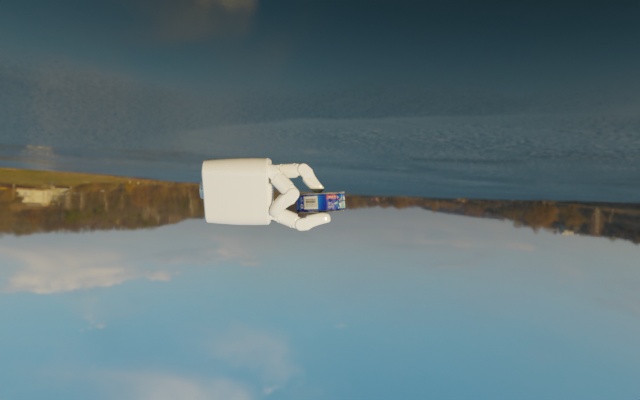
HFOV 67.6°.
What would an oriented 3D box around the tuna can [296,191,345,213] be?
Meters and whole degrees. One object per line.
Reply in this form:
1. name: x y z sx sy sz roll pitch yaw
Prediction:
1. tuna can: 0.000 0.003 0.829 0.086 0.034 0.086 -3 1 0
